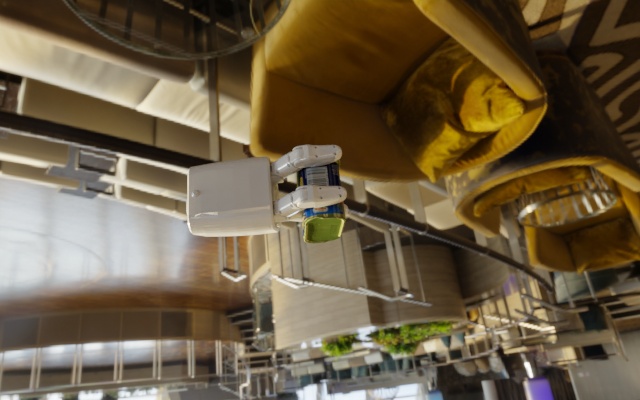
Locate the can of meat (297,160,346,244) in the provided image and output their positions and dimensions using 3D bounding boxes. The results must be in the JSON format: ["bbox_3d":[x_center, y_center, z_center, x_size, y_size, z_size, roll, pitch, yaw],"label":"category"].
[{"bbox_3d":[0.000,0.002,0.632,0.057,0.084,0.102,-4,-23,-4],"label":"can of meat"}]
